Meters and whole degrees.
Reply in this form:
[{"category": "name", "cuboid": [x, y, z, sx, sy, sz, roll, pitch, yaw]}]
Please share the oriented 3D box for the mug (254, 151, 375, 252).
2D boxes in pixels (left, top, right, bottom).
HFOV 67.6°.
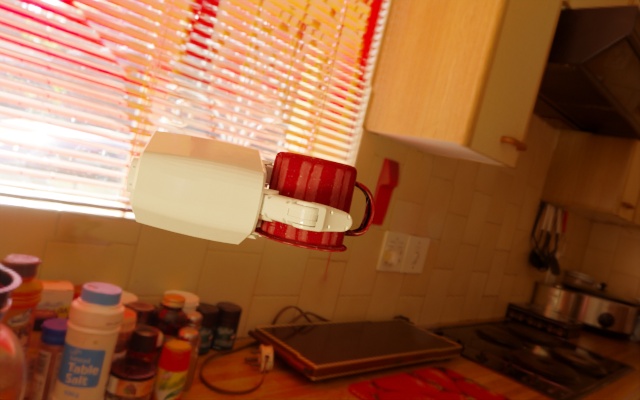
[{"category": "mug", "cuboid": [0.002, 0.002, 0.468, 0.117, 0.081, 0.093, 11, 3, -17]}]
